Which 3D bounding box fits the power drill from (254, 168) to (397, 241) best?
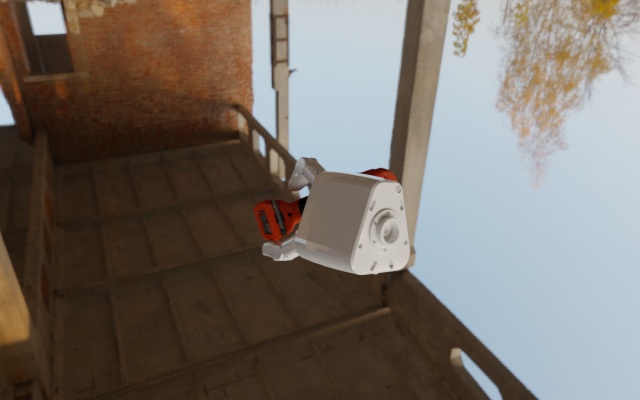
[{"bbox_3d":[0.000,0.002,0.703,0.187,0.057,0.184,-20,0,-16],"label":"power drill"}]
